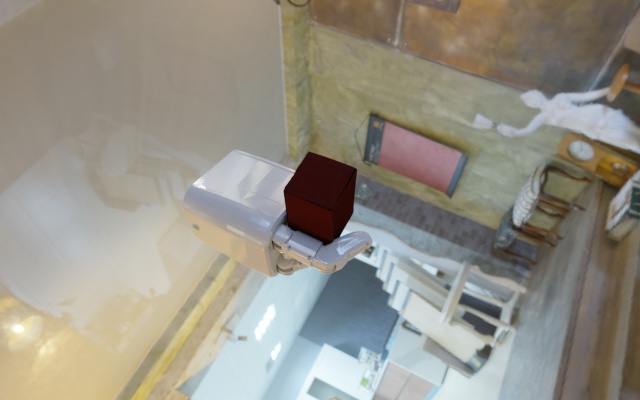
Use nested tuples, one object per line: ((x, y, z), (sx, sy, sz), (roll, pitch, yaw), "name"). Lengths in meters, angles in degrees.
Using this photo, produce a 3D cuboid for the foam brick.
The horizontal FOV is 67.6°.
((0.000, 0.001, 0.460), (0.051, 0.053, 0.078), (23, -30, 15), "foam brick")
